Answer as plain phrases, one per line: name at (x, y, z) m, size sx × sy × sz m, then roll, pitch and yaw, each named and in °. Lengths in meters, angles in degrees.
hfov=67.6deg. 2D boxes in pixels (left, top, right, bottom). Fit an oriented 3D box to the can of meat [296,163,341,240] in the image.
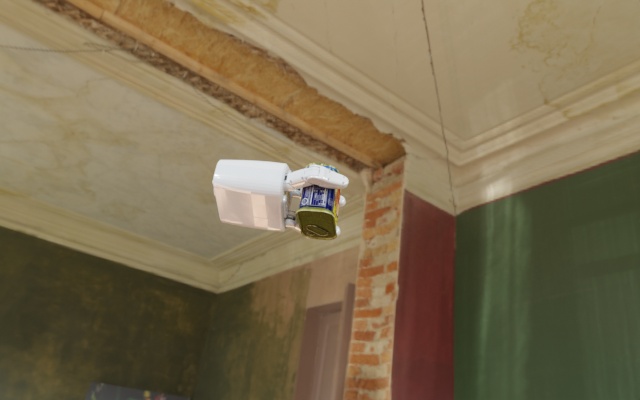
can of meat at (0.000, 0.002, 0.738) m, size 0.057 × 0.084 × 0.102 m, roll 4°, pitch -28°, yaw 8°
